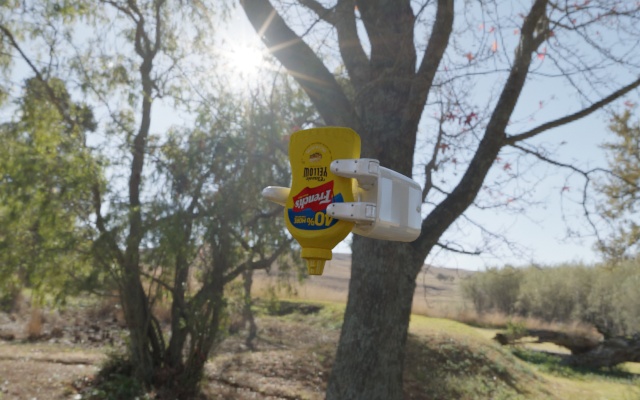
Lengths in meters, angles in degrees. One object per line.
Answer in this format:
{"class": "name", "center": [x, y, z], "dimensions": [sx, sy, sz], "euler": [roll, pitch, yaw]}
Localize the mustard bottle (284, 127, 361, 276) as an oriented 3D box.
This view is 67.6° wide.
{"class": "mustard bottle", "center": [0.000, 0.002, 0.630], "dimensions": [0.096, 0.191, 0.058], "euler": [0, -11, 22]}
